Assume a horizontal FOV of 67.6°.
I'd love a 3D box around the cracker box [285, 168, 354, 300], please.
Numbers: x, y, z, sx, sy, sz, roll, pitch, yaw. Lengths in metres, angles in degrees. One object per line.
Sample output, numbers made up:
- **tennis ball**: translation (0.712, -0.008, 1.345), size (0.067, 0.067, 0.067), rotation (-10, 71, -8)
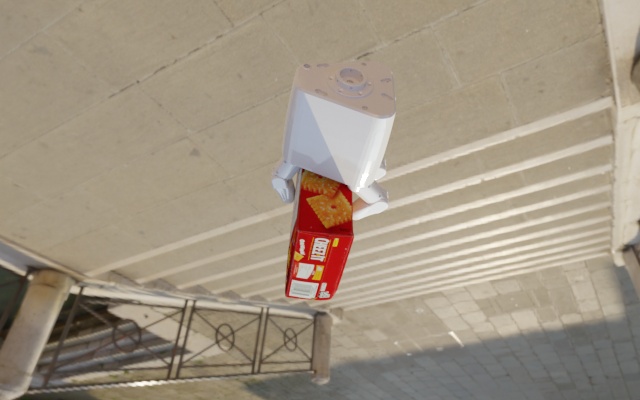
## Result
- **cracker box**: translation (0.000, 0.002, 0.640), size (0.072, 0.213, 0.164), rotation (7, -39, -4)
